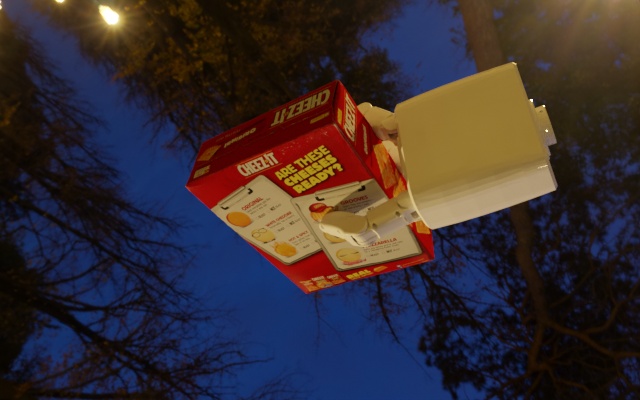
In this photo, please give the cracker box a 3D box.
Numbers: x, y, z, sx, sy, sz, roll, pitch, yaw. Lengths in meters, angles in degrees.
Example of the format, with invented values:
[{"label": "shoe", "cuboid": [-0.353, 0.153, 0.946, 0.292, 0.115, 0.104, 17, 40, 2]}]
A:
[{"label": "cracker box", "cuboid": [0.000, 0.002, 0.492, 0.164, 0.072, 0.214, -19, -47, 25]}]
